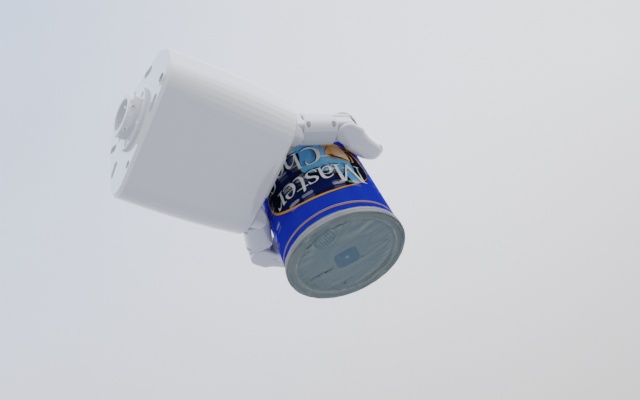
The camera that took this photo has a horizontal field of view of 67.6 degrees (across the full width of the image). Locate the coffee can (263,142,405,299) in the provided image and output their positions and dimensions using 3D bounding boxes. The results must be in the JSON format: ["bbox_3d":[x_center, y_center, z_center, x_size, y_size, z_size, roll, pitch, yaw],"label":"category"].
[{"bbox_3d":[0.000,0.002,0.433,0.103,0.103,0.140,0,41,-25],"label":"coffee can"}]
